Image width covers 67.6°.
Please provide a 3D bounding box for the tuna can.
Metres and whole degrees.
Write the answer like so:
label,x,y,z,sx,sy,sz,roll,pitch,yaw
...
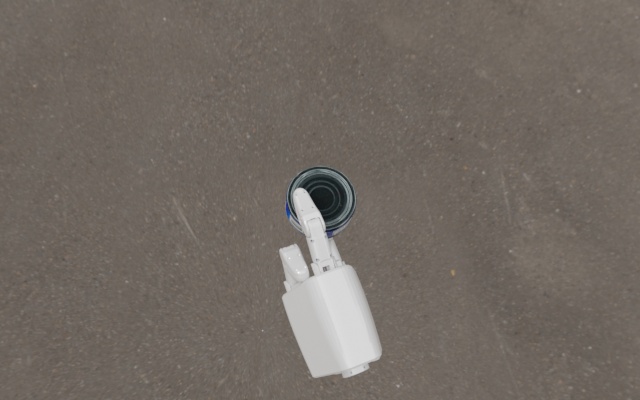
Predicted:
label,x,y,z,sx,sy,sz,roll,pitch,yaw
tuna can,0.000,0.002,0.579,0.086,0.086,0.034,0,-20,-5
